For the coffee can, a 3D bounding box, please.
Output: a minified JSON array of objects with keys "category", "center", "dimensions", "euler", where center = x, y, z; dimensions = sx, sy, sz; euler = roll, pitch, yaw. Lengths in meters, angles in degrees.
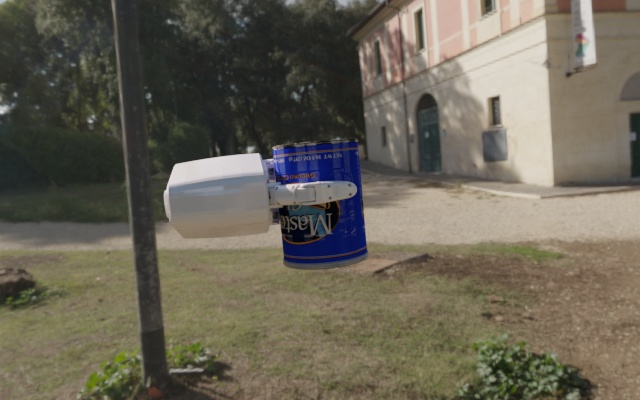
[{"category":"coffee can","center":[0.000,0.002,0.568],"dimensions":[0.103,0.140,0.103],"euler":[-5,5,0]}]
